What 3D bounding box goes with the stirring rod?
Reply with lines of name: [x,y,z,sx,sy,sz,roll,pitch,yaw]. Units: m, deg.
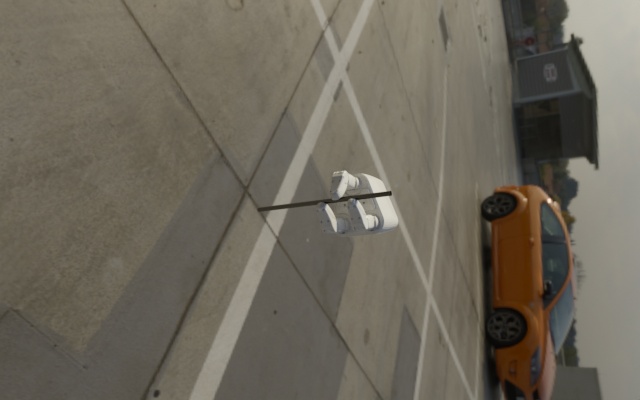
stirring rod: [0.000,0.003,0.783,0.239,0.011,0.011,-7,-3,25]
